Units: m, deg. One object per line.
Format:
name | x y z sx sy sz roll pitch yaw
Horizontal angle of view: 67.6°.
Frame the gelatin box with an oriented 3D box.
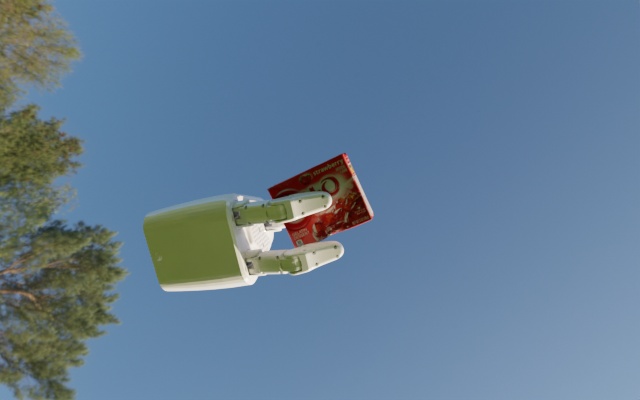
gelatin box | 0.000 0.001 0.495 0.089 0.073 0.030 -24 4 12
